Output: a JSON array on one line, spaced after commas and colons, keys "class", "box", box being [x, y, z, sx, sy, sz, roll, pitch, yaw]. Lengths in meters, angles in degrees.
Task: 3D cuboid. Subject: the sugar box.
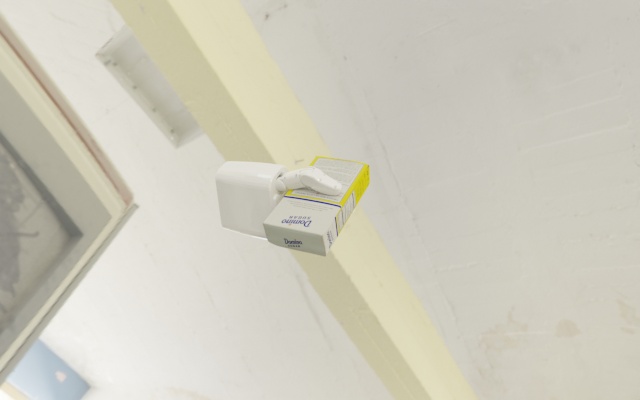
[{"class": "sugar box", "box": [0.000, 0.003, 0.698, 0.093, 0.048, 0.176, 11, 43, 24]}]
